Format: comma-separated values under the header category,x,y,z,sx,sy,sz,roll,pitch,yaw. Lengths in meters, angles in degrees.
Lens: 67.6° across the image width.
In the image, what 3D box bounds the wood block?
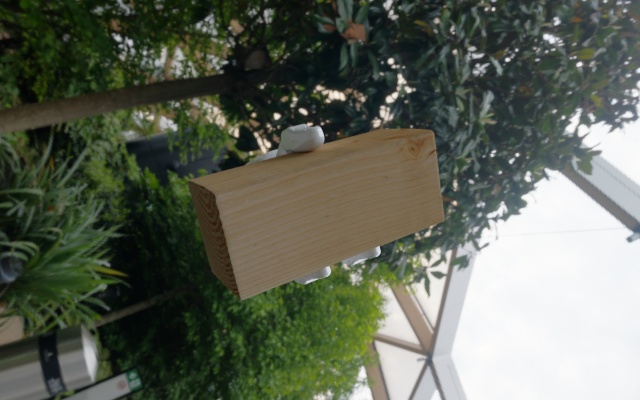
category,x,y,z,sx,sy,sz,roll,pitch,yaw
wood block,0.000,0.001,0.434,0.206,0.091,0.090,-18,17,-24
